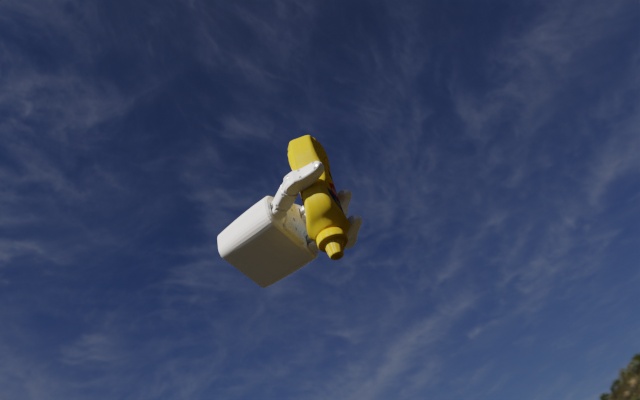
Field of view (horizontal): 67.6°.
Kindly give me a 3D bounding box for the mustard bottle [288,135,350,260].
[{"bbox_3d":[0.000,0.002,0.673,0.058,0.191,0.096,-19,-40,3],"label":"mustard bottle"}]
